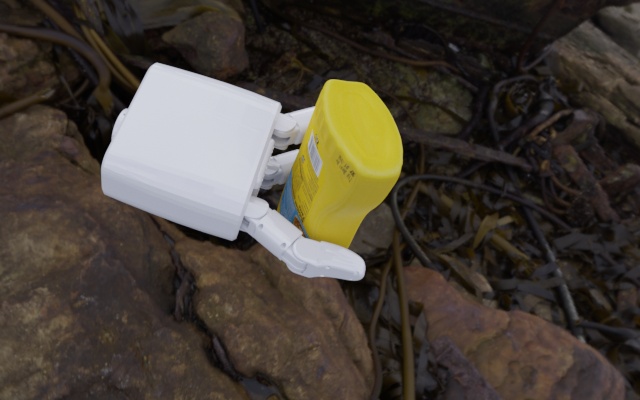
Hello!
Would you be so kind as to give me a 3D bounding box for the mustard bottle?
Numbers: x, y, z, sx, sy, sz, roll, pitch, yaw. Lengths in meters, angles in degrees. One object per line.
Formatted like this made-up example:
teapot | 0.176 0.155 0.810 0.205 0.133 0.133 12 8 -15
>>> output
mustard bottle | 0.000 0.001 0.401 0.058 0.096 0.192 -1 -36 -23
